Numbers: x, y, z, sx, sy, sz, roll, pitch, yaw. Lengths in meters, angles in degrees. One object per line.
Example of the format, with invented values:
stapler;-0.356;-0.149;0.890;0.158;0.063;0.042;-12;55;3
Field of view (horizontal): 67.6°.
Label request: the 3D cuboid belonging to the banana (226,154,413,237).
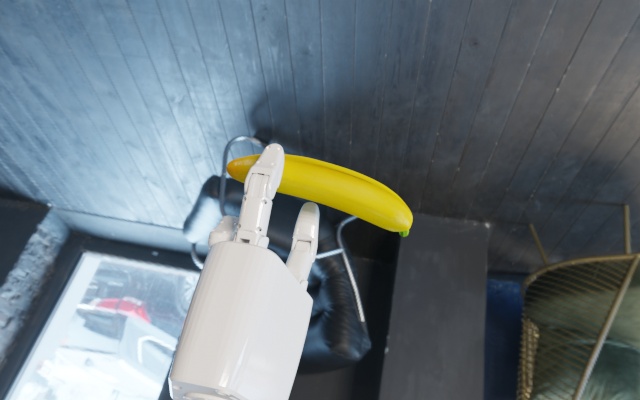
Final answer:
banana;0.010;-0.006;0.447;0.198;0.037;0.070;22;-34;-12
